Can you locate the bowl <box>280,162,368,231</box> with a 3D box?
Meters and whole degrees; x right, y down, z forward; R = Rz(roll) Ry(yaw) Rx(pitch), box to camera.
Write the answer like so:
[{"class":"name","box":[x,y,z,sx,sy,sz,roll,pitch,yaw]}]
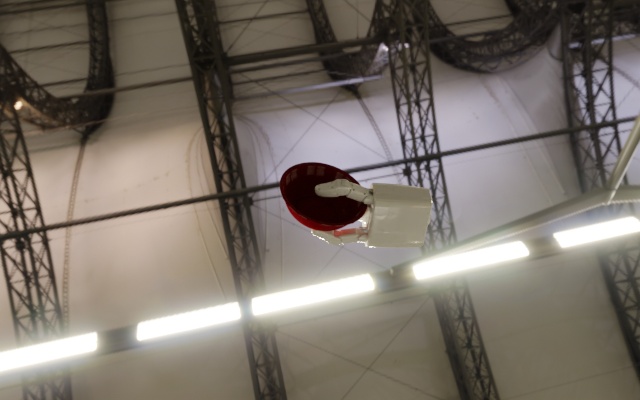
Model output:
[{"class":"bowl","box":[-0.001,0.003,0.860,0.162,0.055,0.162,11,42,-11]}]
